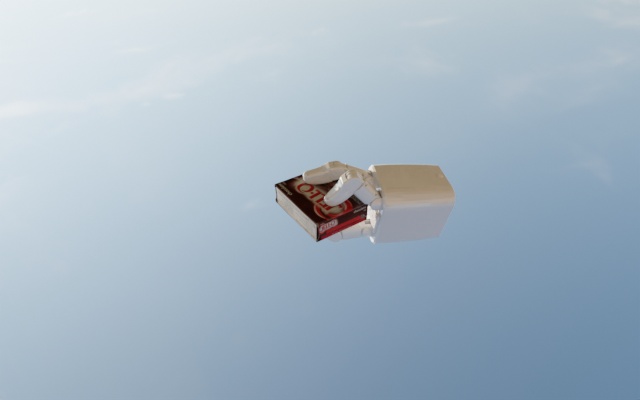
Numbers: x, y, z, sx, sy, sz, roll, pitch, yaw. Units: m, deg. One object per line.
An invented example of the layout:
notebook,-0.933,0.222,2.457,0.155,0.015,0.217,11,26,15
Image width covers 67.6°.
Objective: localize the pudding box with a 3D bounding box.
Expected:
pudding box,0.000,0.002,0.689,0.090,0.039,0.113,-22,41,-29
